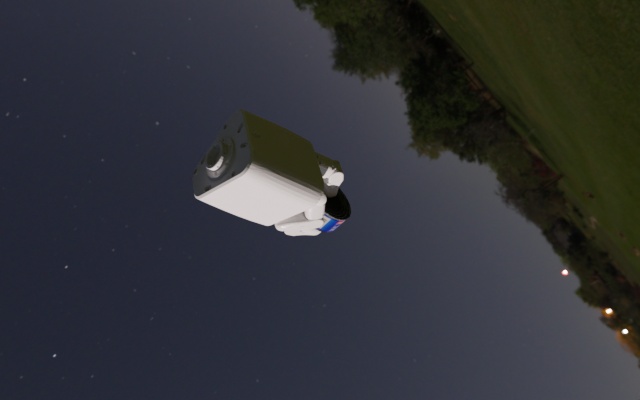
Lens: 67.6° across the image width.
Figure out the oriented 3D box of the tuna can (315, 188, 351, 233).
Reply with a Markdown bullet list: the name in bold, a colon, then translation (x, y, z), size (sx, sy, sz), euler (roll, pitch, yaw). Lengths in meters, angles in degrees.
- **tuna can**: translation (0.000, 0.003, 0.669), size (0.034, 0.086, 0.086), euler (-44, -24, 28)
